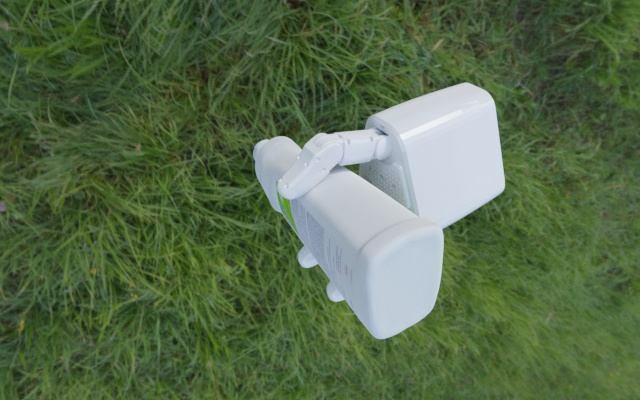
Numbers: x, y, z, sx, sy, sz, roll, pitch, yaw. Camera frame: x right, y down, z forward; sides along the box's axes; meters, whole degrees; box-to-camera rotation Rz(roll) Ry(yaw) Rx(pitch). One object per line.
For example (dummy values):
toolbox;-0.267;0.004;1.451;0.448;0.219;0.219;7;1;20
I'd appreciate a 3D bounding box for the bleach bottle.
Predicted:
bleach bottle;0.000;0.002;0.425;0.068;0.103;0.250;-23;40;-20
